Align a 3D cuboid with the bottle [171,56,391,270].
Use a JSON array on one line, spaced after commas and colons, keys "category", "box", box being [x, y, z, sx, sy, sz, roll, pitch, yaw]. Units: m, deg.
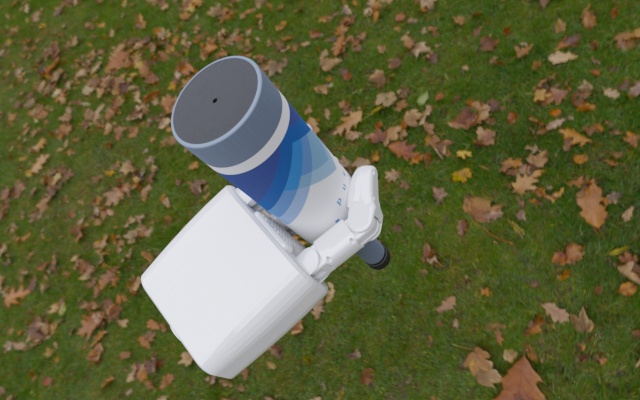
[{"category": "bottle", "box": [0.000, 0.001, 0.403, 0.069, 0.069, 0.296, 0, -25, 28]}]
